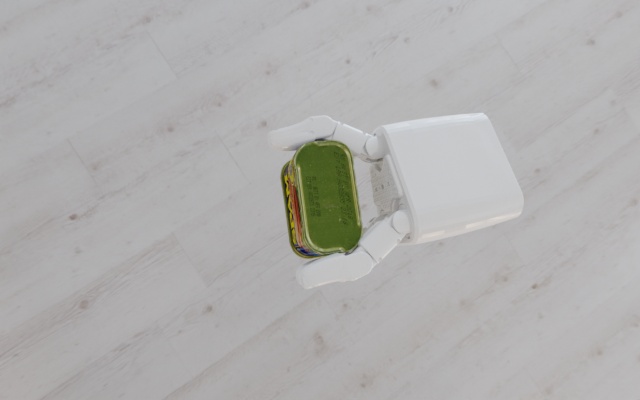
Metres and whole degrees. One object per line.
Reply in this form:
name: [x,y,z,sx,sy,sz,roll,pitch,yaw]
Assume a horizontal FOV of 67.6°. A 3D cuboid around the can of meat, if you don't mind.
can of meat: [0.000,0.001,0.436,0.057,0.102,0.084,-7,-5,-11]
